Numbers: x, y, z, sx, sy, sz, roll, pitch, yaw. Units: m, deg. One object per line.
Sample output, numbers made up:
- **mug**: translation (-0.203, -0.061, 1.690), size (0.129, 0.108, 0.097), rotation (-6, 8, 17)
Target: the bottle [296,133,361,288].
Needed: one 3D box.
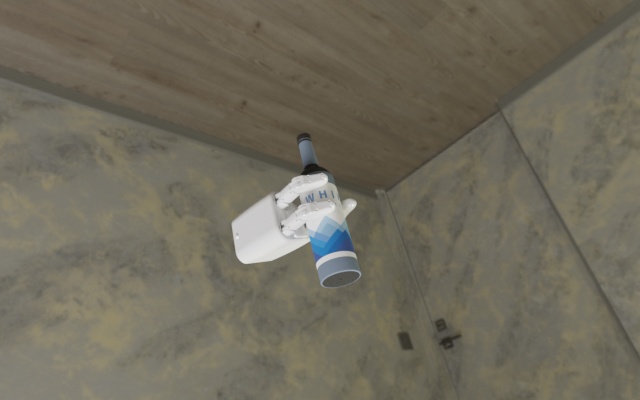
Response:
- **bottle**: translation (0.000, 0.003, 0.831), size (0.069, 0.295, 0.069), rotation (-11, -30, -7)
